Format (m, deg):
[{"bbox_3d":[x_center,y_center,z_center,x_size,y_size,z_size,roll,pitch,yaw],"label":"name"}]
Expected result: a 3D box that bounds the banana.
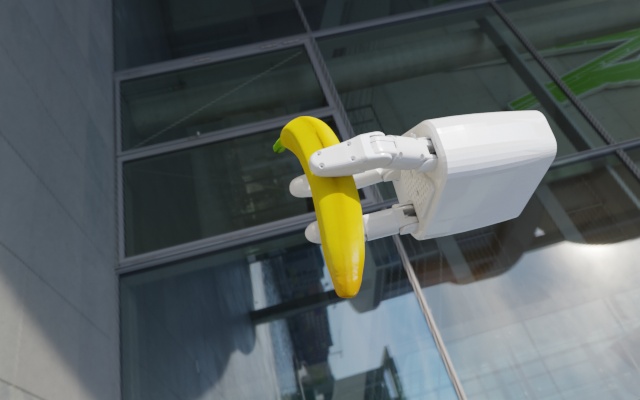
[{"bbox_3d":[0.002,-0.015,0.396,0.037,0.070,0.197,-5,43,-19],"label":"banana"}]
